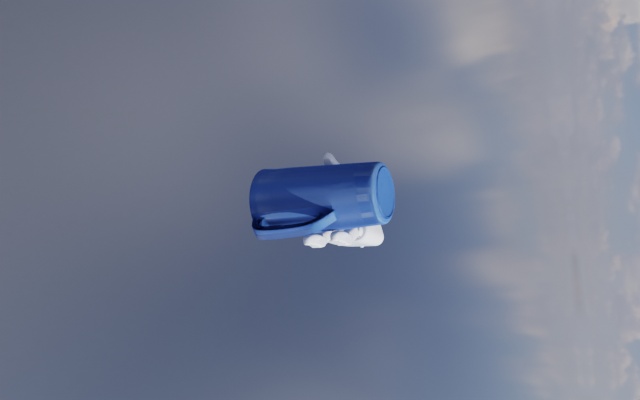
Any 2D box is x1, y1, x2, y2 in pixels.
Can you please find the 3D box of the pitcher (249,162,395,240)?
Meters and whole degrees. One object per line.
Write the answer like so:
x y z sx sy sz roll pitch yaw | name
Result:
0.000 0.003 0.851 0.243 0.149 0.145 -5 -16 27 | pitcher
